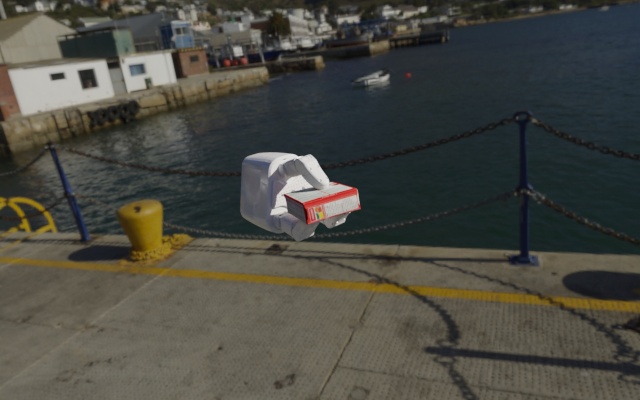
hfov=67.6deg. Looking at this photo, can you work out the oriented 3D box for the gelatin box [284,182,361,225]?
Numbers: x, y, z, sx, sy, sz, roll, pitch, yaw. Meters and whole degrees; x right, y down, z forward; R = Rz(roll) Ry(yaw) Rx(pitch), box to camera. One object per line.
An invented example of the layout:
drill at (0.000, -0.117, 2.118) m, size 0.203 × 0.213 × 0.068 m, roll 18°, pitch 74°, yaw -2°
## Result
gelatin box at (0.000, 0.002, 0.621) m, size 0.073 × 0.030 × 0.089 m, roll -15°, pitch 13°, yaw -18°
